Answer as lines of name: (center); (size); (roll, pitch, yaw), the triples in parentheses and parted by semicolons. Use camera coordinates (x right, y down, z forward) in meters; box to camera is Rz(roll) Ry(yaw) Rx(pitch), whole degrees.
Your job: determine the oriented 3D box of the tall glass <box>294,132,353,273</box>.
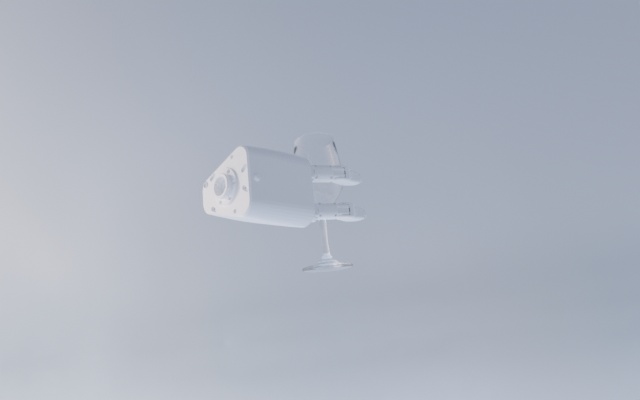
tall glass: (0.000, 0.003, 0.714); (0.079, 0.201, 0.079); (-6, -15, -2)
